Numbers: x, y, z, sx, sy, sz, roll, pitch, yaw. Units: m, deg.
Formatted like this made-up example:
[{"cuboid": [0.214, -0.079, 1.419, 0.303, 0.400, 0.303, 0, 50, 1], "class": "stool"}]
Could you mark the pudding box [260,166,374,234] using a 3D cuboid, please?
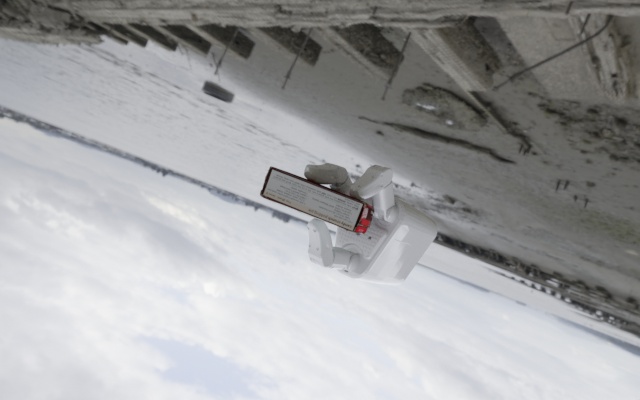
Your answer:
[{"cuboid": [0.000, 0.002, 0.535, 0.113, 0.039, 0.090, 19, -1, 13], "class": "pudding box"}]
